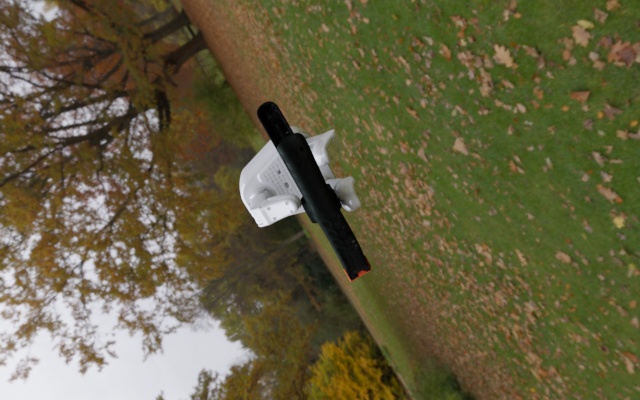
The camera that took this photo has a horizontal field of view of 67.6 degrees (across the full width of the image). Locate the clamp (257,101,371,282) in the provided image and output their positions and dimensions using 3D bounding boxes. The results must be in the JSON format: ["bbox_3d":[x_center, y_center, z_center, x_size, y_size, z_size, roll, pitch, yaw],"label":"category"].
[{"bbox_3d":[0.000,0.002,0.478,0.036,0.210,0.164,-29,18,-1],"label":"clamp"}]
